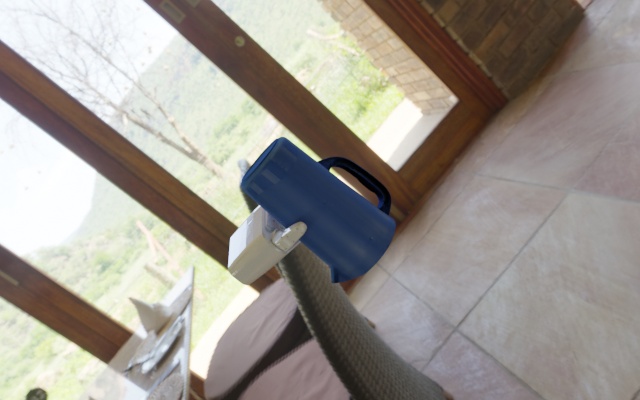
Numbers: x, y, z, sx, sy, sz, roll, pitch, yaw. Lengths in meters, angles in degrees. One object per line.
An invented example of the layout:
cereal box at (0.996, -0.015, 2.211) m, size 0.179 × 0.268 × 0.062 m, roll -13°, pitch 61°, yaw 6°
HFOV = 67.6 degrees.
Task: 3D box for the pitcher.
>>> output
pitcher at (0.000, 0.003, 0.782) m, size 0.145 × 0.243 × 0.149 m, roll -43°, pitch 16°, yaw 26°
